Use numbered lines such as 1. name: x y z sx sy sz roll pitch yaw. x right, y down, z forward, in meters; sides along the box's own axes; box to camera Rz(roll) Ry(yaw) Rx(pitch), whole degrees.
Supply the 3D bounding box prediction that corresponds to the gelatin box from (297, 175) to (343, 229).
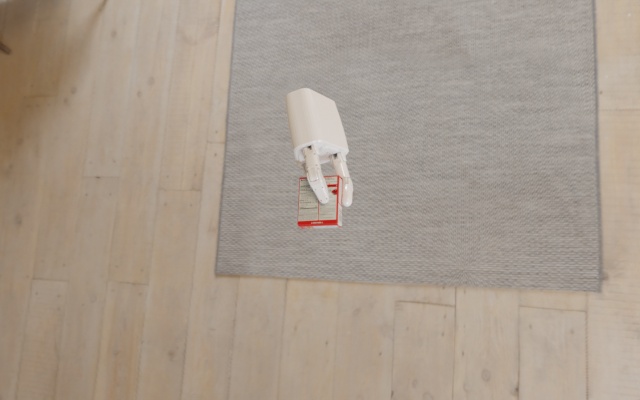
1. gelatin box: 0.000 0.003 0.822 0.073 0.089 0.030 -3 -17 18
